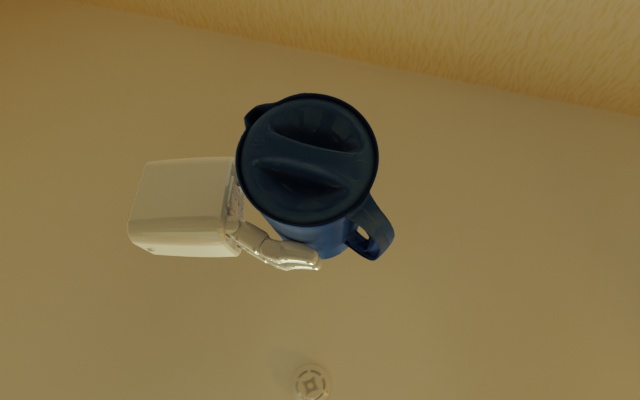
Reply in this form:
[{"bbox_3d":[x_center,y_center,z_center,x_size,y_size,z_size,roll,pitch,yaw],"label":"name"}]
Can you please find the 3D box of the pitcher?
[{"bbox_3d":[0.000,0.002,0.544,0.145,0.149,0.243,-3,-18,2],"label":"pitcher"}]
